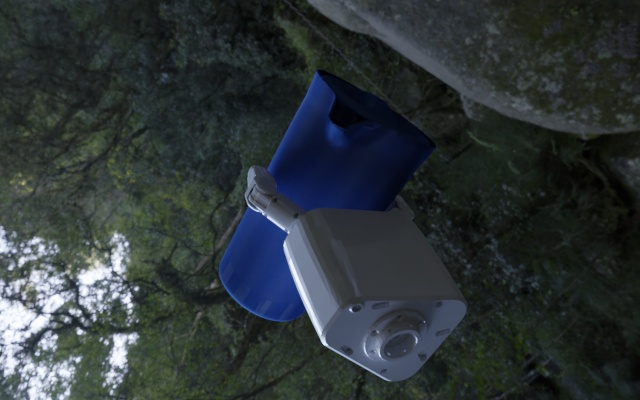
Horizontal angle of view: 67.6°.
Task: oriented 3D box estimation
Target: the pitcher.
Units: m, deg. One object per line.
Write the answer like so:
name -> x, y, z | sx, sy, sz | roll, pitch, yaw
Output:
pitcher -> 0.000, 0.002, 0.497 | 0.149, 0.243, 0.145 | 21, 23, -30
